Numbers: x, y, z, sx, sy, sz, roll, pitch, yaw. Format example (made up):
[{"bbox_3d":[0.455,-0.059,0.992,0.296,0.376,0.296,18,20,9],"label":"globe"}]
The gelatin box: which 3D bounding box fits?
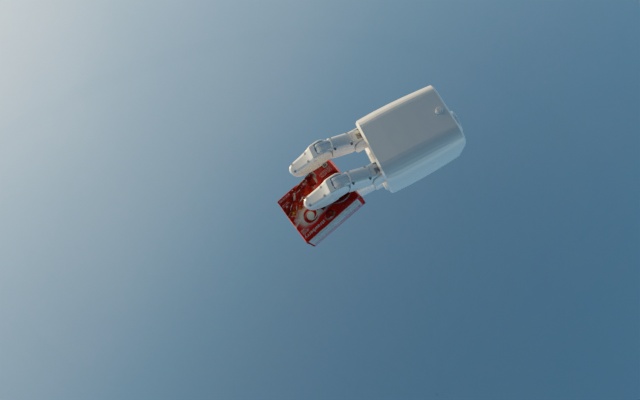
[{"bbox_3d":[0.000,0.002,0.607,0.089,0.073,0.030,-41,-27,6],"label":"gelatin box"}]
